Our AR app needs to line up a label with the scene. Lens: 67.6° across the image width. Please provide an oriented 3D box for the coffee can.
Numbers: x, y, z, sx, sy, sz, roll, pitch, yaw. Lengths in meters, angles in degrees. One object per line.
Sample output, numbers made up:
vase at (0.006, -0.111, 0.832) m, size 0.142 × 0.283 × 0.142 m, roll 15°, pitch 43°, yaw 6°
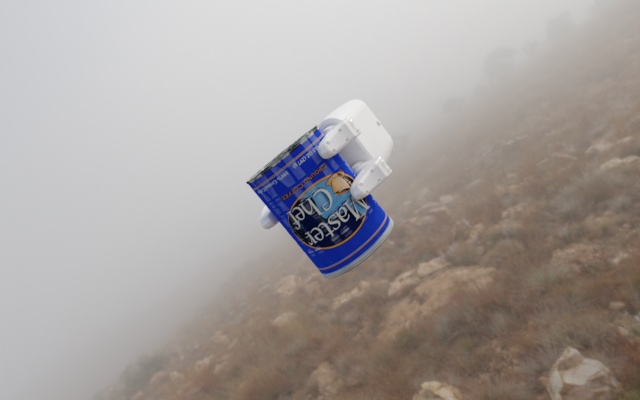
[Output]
coffee can at (0.000, 0.002, 0.539) m, size 0.103 × 0.140 × 0.102 m, roll -38°, pitch 9°, yaw 7°
